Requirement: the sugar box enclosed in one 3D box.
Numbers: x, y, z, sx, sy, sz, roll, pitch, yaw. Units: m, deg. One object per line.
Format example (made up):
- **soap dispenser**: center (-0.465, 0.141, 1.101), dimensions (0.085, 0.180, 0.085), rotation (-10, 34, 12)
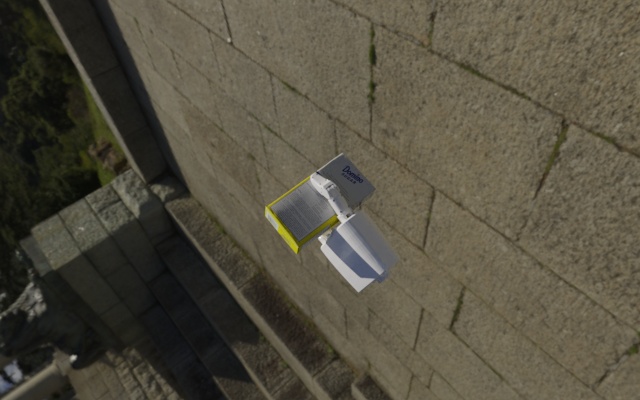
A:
- **sugar box**: center (0.000, 0.003, 0.832), dimensions (0.176, 0.093, 0.048), rotation (-35, -15, -21)
